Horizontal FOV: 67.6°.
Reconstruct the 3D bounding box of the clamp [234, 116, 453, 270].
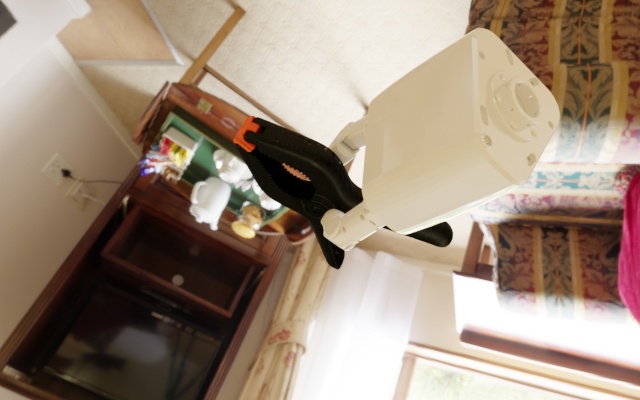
[{"bbox_3d":[0.000,0.002,0.464,0.210,0.036,0.164,36,-36,-19],"label":"clamp"}]
